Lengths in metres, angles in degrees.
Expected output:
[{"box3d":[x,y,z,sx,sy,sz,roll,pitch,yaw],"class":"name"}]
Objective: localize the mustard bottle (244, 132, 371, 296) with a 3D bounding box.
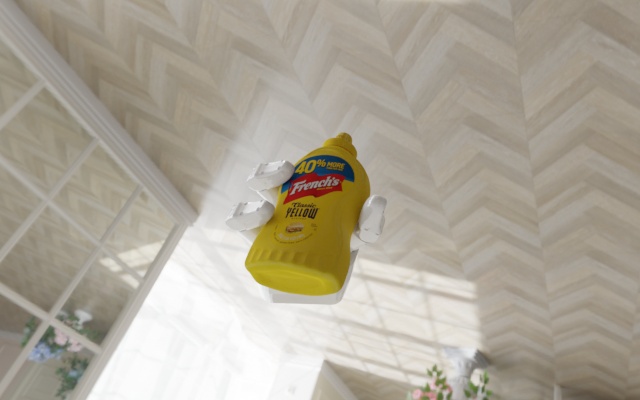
[{"box3d":[0.000,0.002,0.492,0.096,0.191,0.058,0,-40,27],"class":"mustard bottle"}]
